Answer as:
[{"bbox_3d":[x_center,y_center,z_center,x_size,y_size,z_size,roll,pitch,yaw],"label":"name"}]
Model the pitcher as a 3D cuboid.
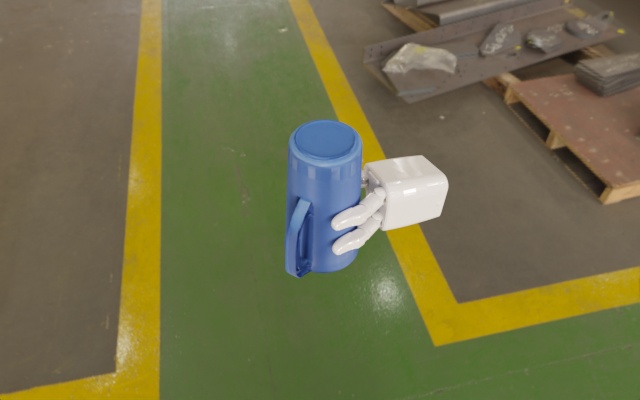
[{"bbox_3d":[0.000,0.002,0.763,0.145,0.243,0.149,-10,47,-11],"label":"pitcher"}]
